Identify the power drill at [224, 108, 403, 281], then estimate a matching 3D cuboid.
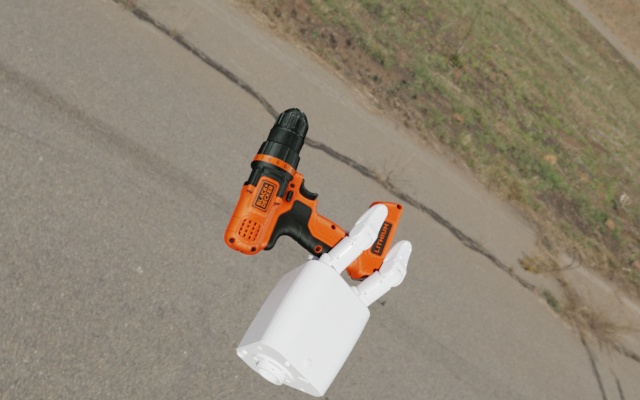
[{"bbox_3d":[0.000,0.002,0.571,0.187,0.184,0.057,24,-13,-10],"label":"power drill"}]
